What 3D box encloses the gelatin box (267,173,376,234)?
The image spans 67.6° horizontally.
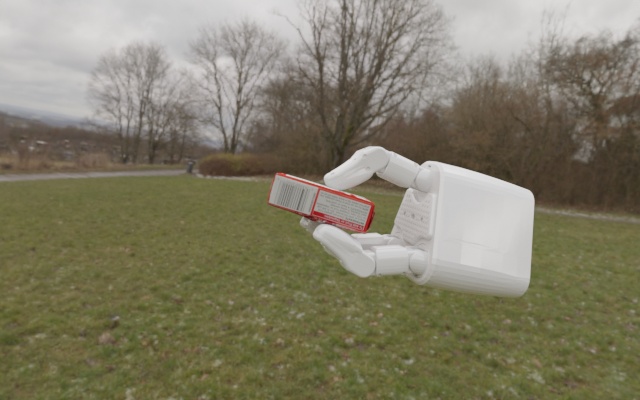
[{"bbox_3d":[0.000,0.001,0.426,0.089,0.030,0.073,17,3,-3],"label":"gelatin box"}]
